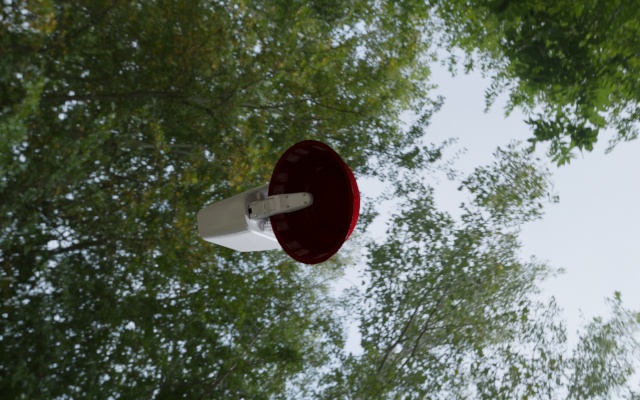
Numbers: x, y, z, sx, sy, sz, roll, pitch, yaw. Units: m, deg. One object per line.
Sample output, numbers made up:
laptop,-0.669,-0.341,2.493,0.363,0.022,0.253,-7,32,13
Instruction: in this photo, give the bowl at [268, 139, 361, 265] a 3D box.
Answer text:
bowl,0.001,0.002,0.634,0.055,0.162,0.162,-1,0,-44
